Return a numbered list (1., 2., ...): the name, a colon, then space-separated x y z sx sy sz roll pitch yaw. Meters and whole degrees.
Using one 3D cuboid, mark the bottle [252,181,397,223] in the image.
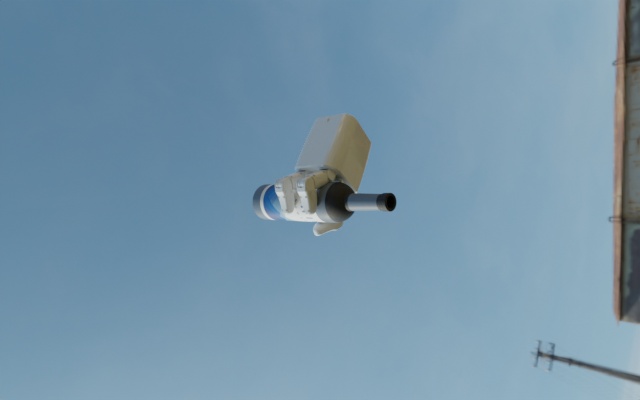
1. bottle: 0.000 0.003 0.795 0.069 0.069 0.295 0 0 -44
